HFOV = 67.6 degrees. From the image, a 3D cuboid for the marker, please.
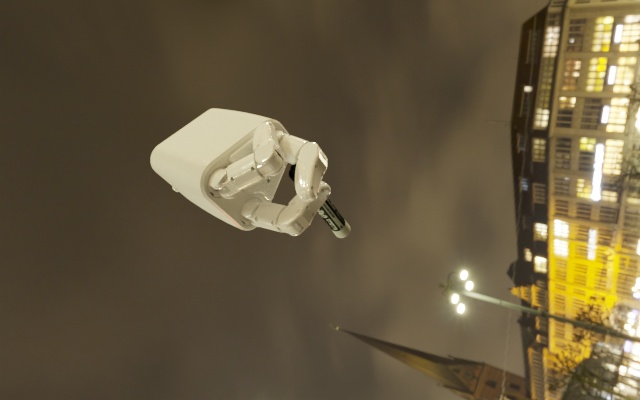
[{"bbox_3d":[0.000,0.002,0.502,0.020,0.020,0.121,0,-34,31],"label":"marker"}]
